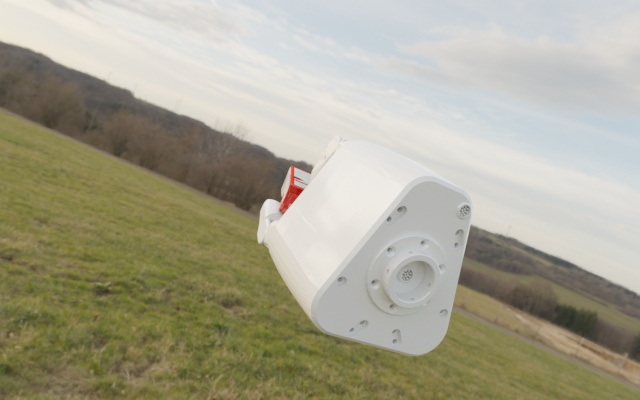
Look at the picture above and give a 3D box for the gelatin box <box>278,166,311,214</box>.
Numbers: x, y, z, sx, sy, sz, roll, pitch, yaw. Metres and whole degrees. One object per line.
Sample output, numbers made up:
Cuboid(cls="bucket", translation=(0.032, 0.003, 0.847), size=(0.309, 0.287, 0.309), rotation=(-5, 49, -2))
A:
Cuboid(cls="gelatin box", translation=(0.000, 0.001, 0.450), size=(0.073, 0.030, 0.089), rotation=(23, 12, -9))
